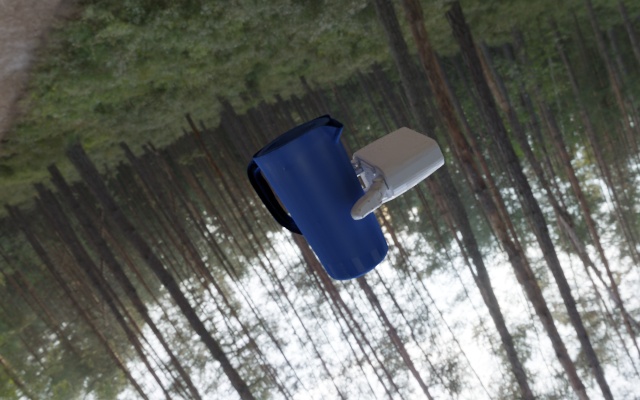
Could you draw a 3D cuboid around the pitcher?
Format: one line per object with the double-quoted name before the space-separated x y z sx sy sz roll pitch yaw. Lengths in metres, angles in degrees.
"pitcher" 0.000 0.002 0.748 0.145 0.243 0.149 -32 15 -14
